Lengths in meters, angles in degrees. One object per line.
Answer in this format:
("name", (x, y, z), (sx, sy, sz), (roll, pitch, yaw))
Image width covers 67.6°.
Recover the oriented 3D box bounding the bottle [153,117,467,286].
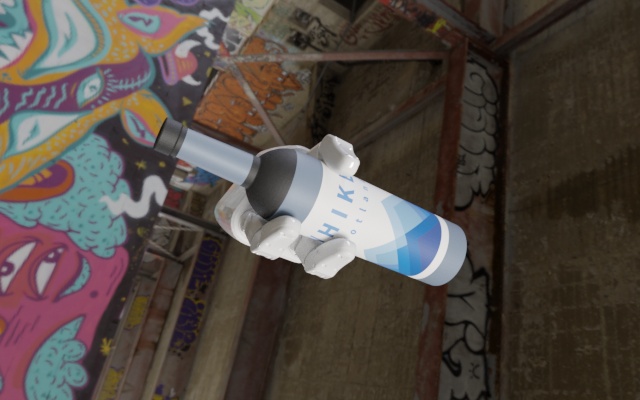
("bottle", (0.000, 0.001, 0.426), (0.296, 0.069, 0.069), (23, -10, -24))
